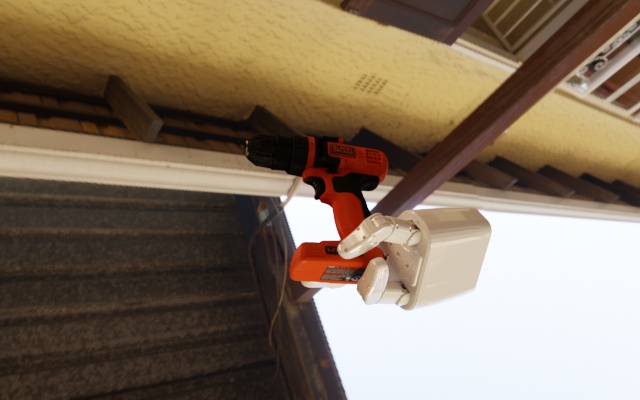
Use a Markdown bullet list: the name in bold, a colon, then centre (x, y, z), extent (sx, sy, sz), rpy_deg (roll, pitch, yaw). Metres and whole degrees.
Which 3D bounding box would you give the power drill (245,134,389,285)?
- **power drill**: centre (0.000, 0.002, 0.565), extent (0.184, 0.187, 0.057), rpy_deg (6, -34, -13)
